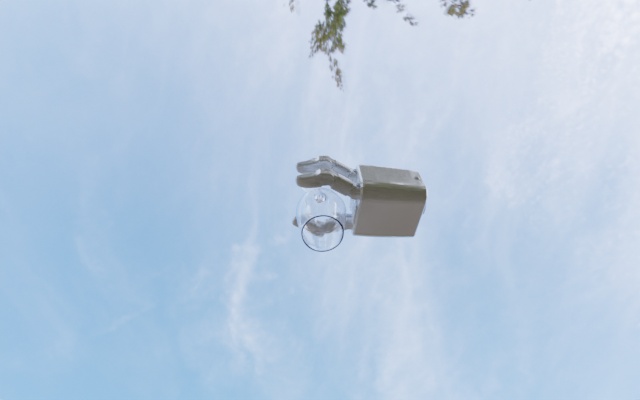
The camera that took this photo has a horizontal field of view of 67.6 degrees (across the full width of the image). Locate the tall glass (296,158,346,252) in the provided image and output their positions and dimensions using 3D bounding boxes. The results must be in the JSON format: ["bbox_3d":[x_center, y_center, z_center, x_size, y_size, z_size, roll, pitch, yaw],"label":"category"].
[{"bbox_3d":[0.000,0.002,0.772,0.079,0.079,0.201,0,27,-2],"label":"tall glass"}]
